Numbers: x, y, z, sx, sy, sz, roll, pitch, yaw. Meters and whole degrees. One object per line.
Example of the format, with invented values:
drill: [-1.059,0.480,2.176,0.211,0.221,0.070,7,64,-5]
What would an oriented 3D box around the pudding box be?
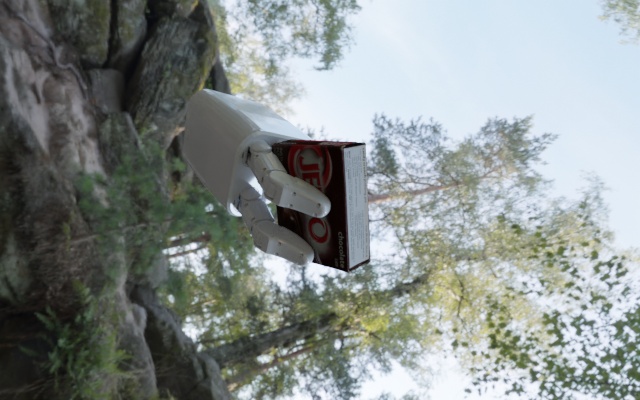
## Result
pudding box: [0.000,0.001,0.440,0.090,0.113,0.039,8,19,44]
